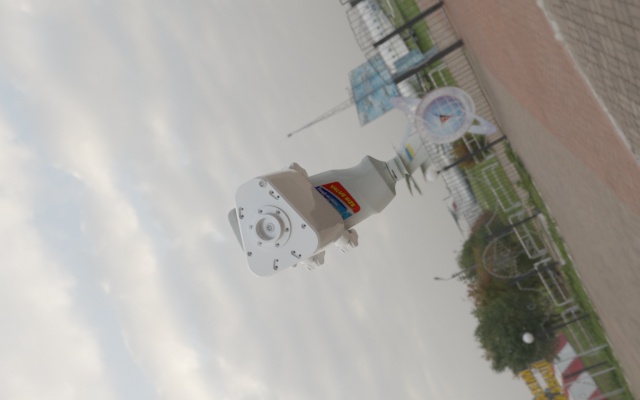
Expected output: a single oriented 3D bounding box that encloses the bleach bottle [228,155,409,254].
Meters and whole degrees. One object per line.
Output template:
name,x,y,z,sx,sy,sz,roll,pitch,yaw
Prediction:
bleach bottle,0.000,0.002,0.661,0.251,0.102,0.068,-28,-3,16
